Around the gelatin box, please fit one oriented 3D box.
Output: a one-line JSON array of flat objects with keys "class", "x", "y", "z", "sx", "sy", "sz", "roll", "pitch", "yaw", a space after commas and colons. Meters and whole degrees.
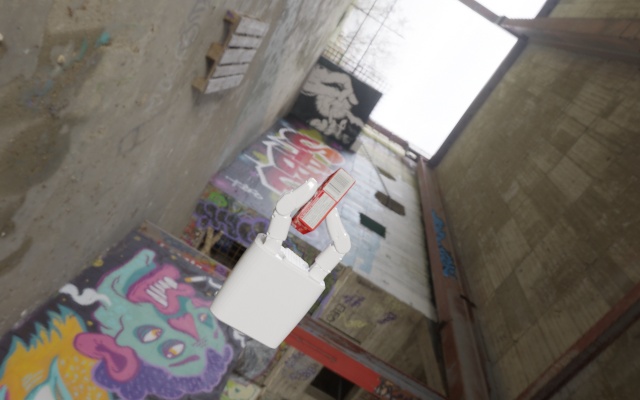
[{"class": "gelatin box", "x": 0.001, "y": 0.002, "z": 0.622, "sx": 0.030, "sy": 0.089, "sz": 0.073, "roll": 42, "pitch": -12, "yaw": -4}]
